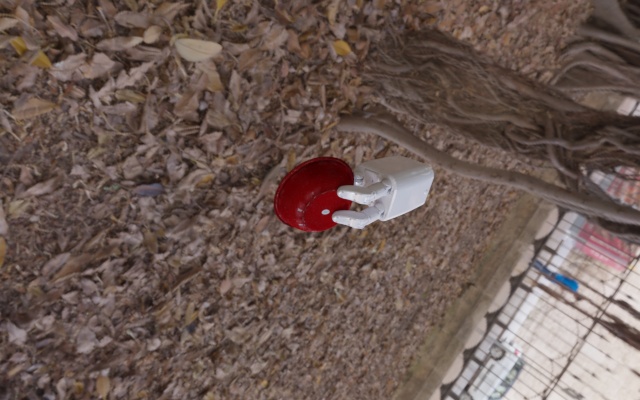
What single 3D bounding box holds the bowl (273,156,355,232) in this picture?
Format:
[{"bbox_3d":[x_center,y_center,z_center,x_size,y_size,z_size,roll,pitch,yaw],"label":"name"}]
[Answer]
[{"bbox_3d":[-0.001,0.004,0.854,0.162,0.162,0.055,0,37,-31],"label":"bowl"}]
